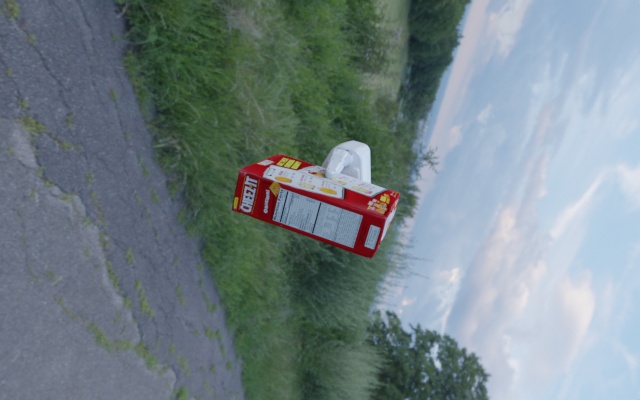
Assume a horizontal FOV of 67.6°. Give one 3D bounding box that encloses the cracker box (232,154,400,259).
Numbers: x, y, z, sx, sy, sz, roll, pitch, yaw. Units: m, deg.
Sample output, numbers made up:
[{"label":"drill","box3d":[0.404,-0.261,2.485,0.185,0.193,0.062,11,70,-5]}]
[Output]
[{"label":"cracker box","box3d":[0.000,0.002,0.714,0.213,0.072,0.164,18,17,11]}]
